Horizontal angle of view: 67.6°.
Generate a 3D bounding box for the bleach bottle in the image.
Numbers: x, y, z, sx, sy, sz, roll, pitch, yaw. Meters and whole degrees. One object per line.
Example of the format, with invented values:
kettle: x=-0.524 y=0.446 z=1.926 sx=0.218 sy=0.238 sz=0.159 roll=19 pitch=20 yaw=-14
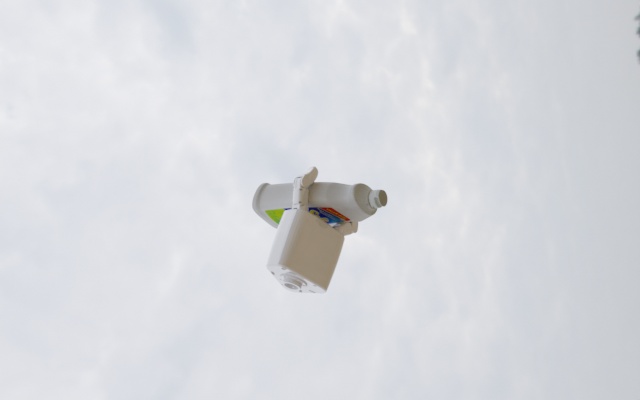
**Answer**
bleach bottle: x=0.000 y=0.003 z=0.852 sx=0.251 sy=0.068 sz=0.103 roll=-7 pitch=-37 yaw=38
